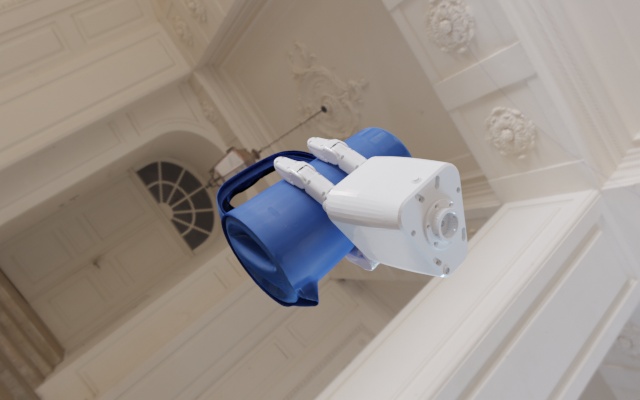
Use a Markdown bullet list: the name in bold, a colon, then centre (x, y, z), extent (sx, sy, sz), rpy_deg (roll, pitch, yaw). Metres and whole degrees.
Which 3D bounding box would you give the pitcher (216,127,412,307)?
- **pitcher**: centre (0.000, 0.002, 0.604), extent (0.242, 0.149, 0.145), rpy_deg (-38, 25, -26)
